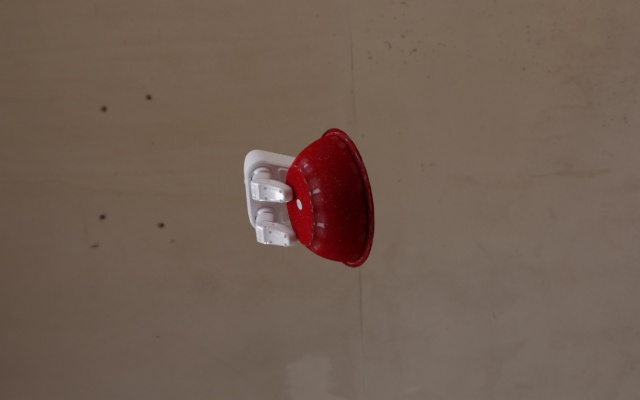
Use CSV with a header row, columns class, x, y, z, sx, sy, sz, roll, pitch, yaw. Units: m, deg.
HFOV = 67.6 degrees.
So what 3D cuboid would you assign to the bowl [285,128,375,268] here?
class,x,y,z,sx,sy,sz,roll,pitch,yaw
bowl,0.000,0.002,0.539,0.055,0.162,0.162,-10,3,-21
